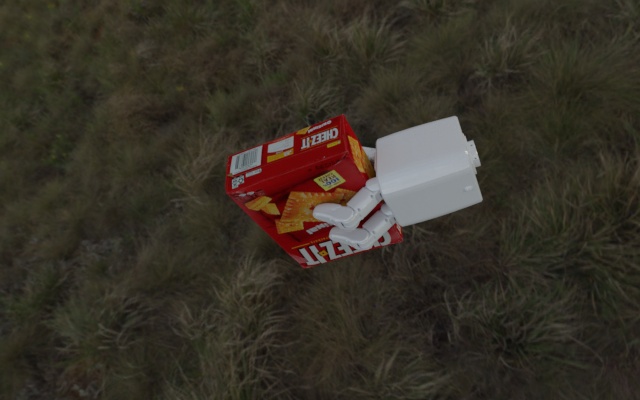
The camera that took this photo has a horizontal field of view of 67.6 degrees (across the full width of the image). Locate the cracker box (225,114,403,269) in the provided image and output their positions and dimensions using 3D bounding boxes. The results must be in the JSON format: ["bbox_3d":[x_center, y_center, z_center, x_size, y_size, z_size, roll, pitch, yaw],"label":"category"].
[{"bbox_3d":[0.000,0.002,0.640,0.164,0.072,0.214,-17,-40,18],"label":"cracker box"}]
